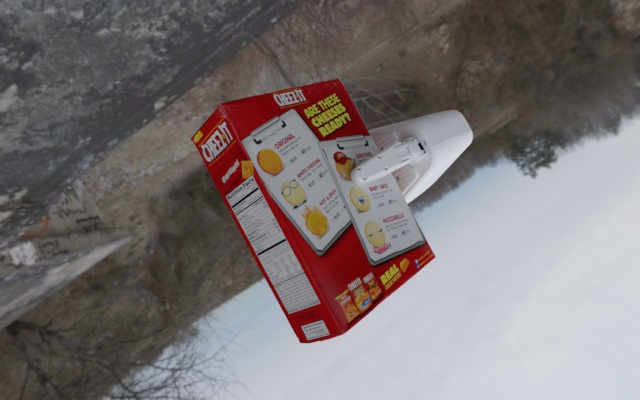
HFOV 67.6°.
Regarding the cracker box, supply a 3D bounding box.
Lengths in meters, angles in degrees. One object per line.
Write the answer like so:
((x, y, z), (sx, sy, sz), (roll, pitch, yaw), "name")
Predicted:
((0.000, 0.002, 0.460), (0.164, 0.213, 0.072), (-26, -4, -46), "cracker box")
